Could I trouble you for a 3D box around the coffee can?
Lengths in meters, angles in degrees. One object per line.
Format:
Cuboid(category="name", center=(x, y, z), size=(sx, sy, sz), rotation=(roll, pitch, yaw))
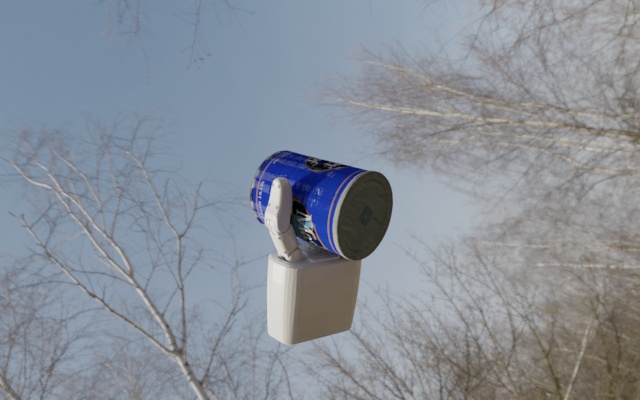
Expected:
Cuboid(category="coffee can", center=(0.000, 0.002, 0.572), size=(0.140, 0.103, 0.103), rotation=(18, 11, 39))
